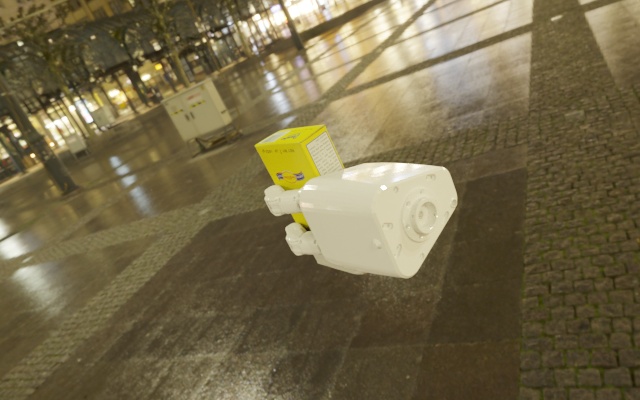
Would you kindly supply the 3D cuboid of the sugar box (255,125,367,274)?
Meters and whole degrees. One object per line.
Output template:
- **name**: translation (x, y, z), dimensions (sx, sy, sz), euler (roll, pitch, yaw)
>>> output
- **sugar box**: translation (0.000, 0.002, 0.551), dimensions (0.048, 0.176, 0.093), euler (-37, 24, -29)
